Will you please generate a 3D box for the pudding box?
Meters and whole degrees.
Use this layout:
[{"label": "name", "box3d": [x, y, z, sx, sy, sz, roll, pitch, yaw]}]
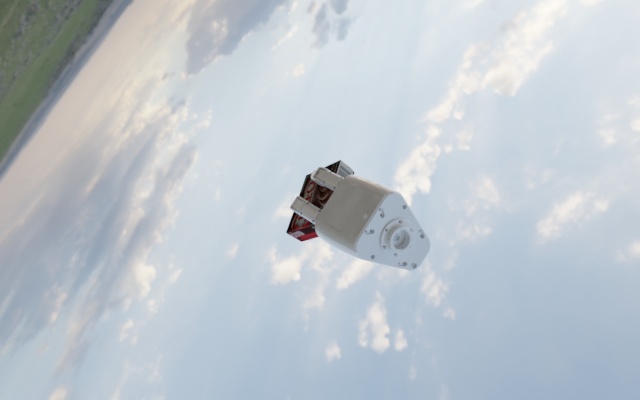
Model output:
[{"label": "pudding box", "box3d": [0.000, 0.002, 0.735, 0.039, 0.113, 0.090, 36, -33, -27]}]
